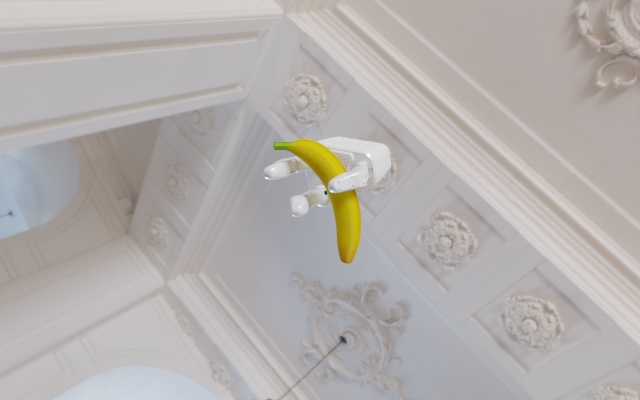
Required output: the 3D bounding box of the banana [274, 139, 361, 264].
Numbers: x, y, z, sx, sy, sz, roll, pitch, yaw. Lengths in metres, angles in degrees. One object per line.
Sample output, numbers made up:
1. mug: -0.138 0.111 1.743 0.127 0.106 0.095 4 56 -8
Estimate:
1. banana: 0.014 -0.010 0.660 0.069 0.198 0.037 -29 6 11
